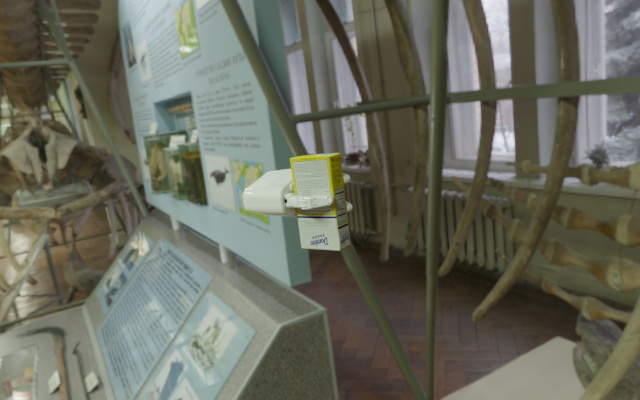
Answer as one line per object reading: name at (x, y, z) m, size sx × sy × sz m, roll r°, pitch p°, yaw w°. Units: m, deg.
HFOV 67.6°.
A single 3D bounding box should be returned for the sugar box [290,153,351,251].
sugar box at (0.000, 0.003, 0.894) m, size 0.093 × 0.176 × 0.048 m, roll 0°, pitch 14°, yaw 36°
